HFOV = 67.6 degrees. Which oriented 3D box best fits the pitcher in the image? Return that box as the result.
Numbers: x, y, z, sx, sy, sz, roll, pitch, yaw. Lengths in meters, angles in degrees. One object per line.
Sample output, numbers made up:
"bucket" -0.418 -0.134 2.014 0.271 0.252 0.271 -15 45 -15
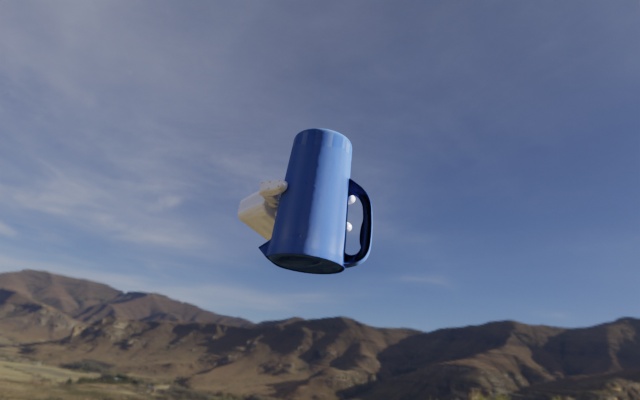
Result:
"pitcher" 0.000 0.003 0.835 0.149 0.242 0.145 22 -24 -33
